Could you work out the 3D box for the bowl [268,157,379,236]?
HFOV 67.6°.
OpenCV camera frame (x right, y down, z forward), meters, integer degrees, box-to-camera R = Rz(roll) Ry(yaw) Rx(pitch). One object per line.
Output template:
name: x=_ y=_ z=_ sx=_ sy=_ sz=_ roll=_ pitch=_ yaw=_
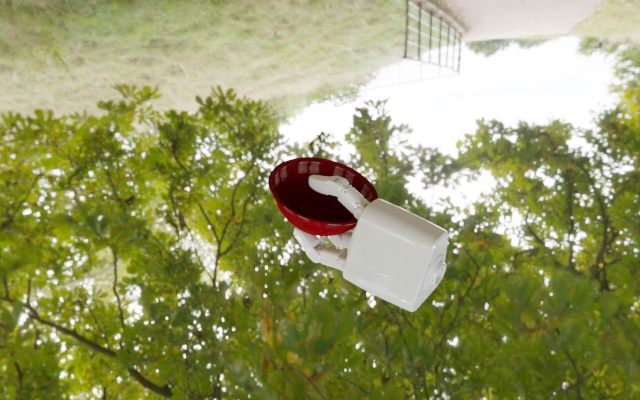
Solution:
bowl: x=-0.001 y=0.002 z=0.698 sx=0.162 sy=0.055 sz=0.162 roll=10 pitch=36 yaw=-7
